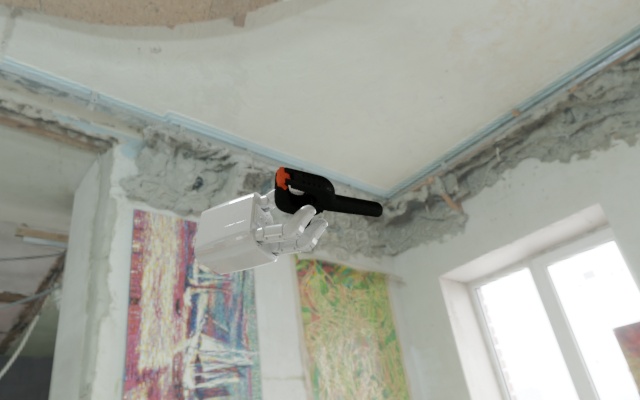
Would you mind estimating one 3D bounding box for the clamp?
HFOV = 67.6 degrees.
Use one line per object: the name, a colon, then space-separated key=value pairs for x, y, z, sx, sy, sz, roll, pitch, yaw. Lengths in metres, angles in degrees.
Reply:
clamp: x=0.000 y=0.002 z=0.754 sx=0.164 sy=0.036 sz=0.210 roll=-17 pitch=-30 yaw=14
